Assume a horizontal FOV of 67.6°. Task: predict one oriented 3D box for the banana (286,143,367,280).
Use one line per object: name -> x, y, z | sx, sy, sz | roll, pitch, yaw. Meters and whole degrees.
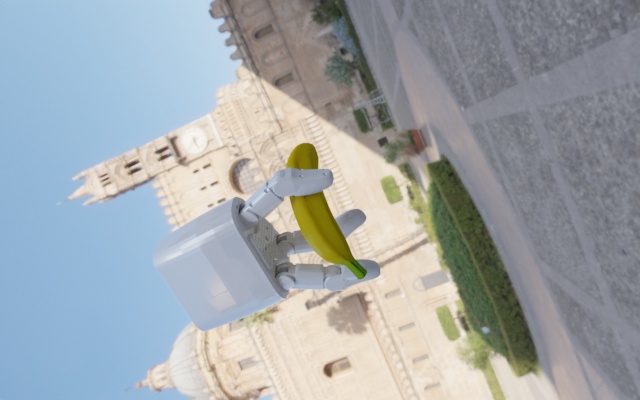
banana -> -0.008, -0.004, 0.513 | 0.037, 0.197, 0.070 | -31, -39, 14
